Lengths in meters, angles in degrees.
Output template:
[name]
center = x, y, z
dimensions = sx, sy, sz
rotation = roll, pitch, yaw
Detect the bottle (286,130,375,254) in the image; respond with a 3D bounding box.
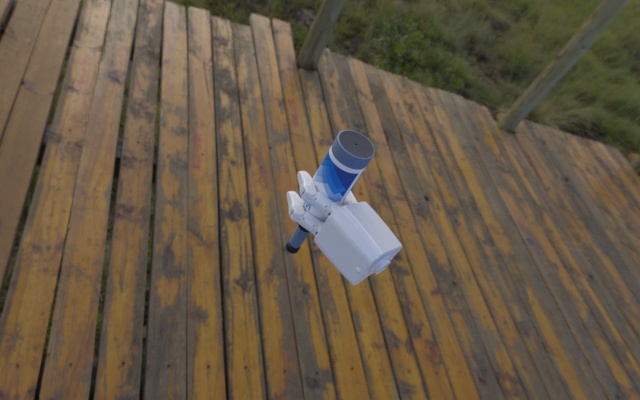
[bottle]
center = 0.000, 0.003, 0.859
dimensions = 0.069, 0.069, 0.296
rotation = 0, -39, -30
